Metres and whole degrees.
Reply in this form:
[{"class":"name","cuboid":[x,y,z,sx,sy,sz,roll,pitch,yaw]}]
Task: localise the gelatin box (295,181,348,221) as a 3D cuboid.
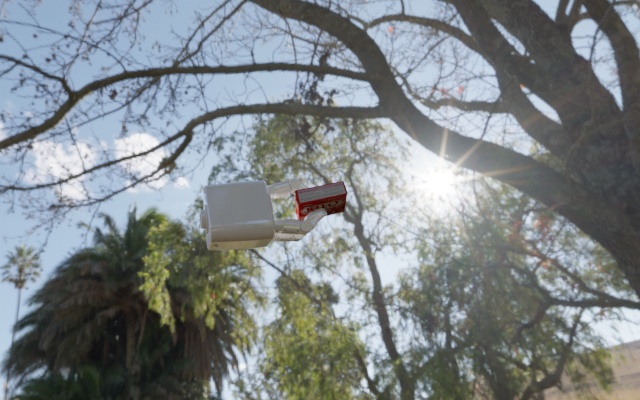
[{"class":"gelatin box","cuboid":[0.000,0.002,0.845,0.089,0.030,0.073,-12,-26,-8]}]
